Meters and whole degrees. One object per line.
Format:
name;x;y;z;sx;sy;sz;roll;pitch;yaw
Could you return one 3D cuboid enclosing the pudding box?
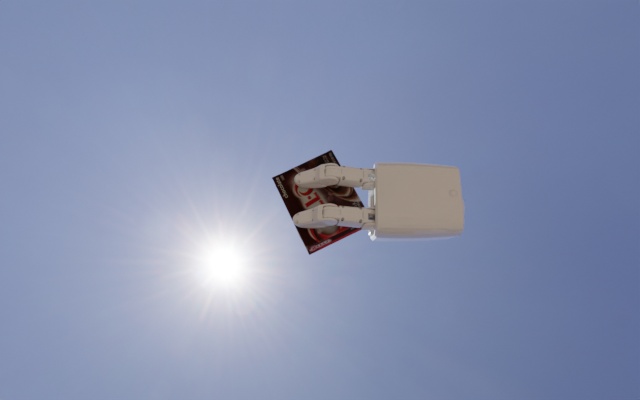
pudding box;0.000;0.002;0.628;0.090;0.113;0.039;-25;-24;-7
